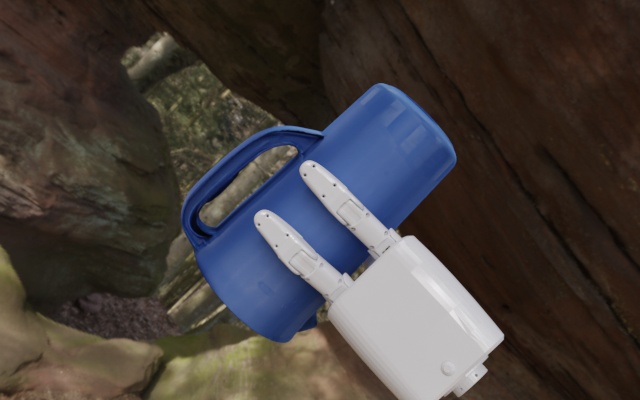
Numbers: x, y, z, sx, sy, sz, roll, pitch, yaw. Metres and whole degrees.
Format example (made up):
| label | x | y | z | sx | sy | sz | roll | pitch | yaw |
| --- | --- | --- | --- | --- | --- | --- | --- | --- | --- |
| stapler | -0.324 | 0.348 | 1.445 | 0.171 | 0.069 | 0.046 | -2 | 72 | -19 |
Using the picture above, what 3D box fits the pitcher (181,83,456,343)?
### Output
| label | x | y | z | sx | sy | sz | roll | pitch | yaw |
| --- | --- | --- | --- | --- | --- | --- | --- | --- | --- |
| pitcher | 0.000 | 0.002 | 0.455 | 0.145 | 0.243 | 0.149 | 48 | 5 | 24 |
